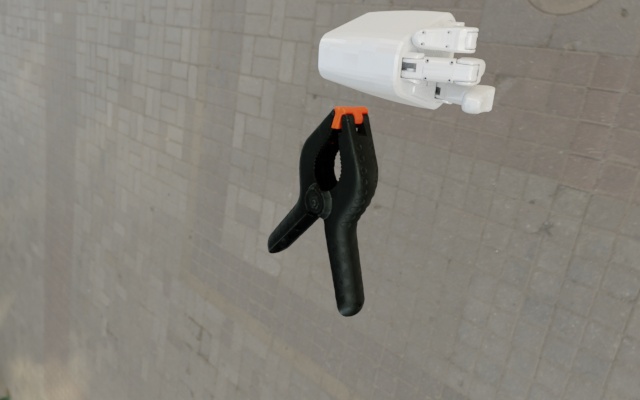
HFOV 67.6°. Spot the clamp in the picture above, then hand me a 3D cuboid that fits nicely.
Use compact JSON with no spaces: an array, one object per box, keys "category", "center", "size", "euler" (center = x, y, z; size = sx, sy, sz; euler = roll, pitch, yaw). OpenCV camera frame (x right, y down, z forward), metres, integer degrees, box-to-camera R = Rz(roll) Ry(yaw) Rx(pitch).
[{"category":"clamp","center":[0.000,0.001,0.411],"size":[0.120,0.171,0.039],"euler":[21,20,37]}]
